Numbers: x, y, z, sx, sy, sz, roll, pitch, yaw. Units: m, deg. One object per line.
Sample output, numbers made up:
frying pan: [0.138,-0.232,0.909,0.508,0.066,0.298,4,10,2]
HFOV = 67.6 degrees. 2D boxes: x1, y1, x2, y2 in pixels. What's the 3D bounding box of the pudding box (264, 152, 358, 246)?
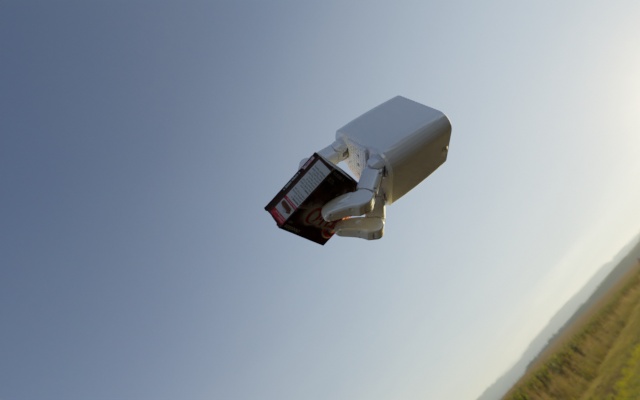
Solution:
pudding box: [0.000,0.002,0.560,0.039,0.090,0.113,47,9,32]
